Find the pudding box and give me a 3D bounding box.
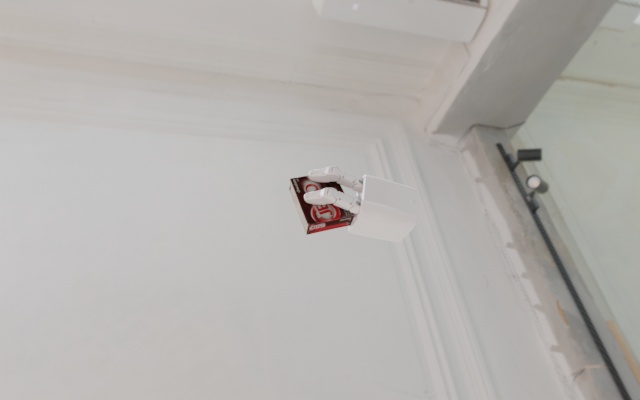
[{"bbox_3d":[0.000,0.003,0.889,0.090,0.113,0.039,-11,-37,-19],"label":"pudding box"}]
